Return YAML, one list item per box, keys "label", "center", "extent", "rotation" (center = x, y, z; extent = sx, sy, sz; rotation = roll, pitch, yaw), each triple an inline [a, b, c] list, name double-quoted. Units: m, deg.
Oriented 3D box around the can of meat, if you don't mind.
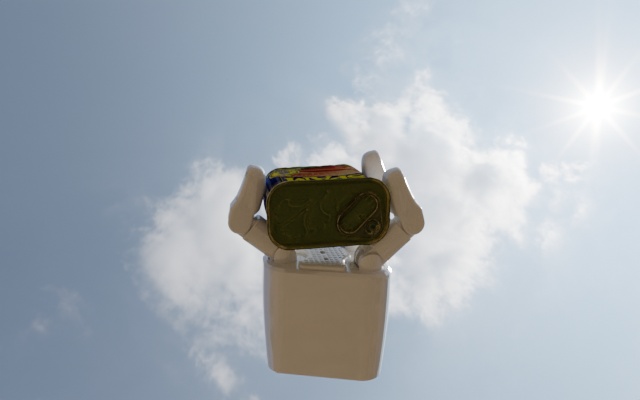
- label: "can of meat"
  center: [0.000, 0.001, 0.422]
  extent: [0.102, 0.057, 0.084]
  rotation: [-3, 14, -10]
